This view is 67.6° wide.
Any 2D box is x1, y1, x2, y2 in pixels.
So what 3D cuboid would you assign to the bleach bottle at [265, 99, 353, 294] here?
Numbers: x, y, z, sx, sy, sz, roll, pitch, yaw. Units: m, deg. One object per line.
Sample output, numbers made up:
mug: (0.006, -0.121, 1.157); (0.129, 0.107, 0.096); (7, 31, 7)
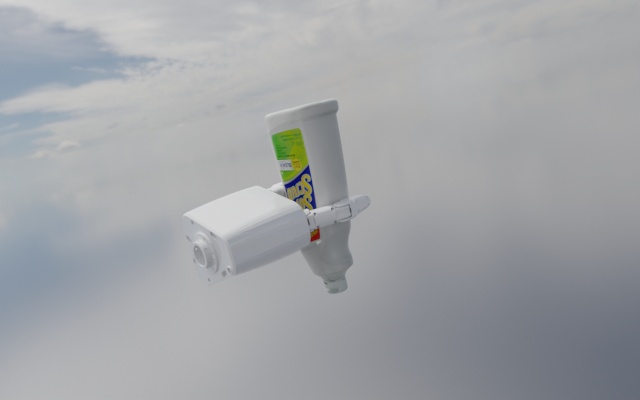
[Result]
bleach bottle: (0.000, 0.002, 0.624); (0.068, 0.251, 0.102); (-22, 13, -38)
